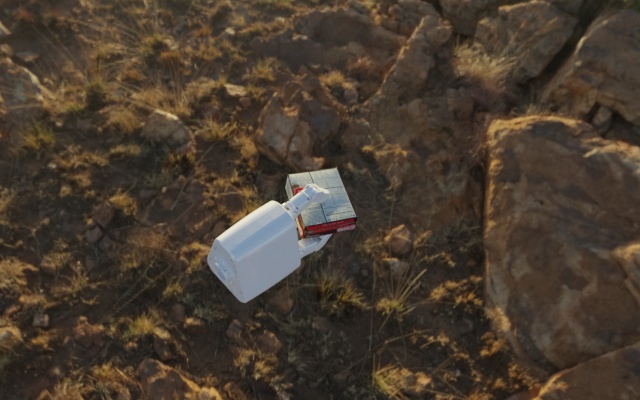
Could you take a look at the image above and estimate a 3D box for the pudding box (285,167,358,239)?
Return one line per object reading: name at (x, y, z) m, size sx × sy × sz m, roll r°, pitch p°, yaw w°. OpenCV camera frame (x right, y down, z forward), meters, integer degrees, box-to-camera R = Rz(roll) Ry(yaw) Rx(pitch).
pudding box at (0.000, 0.002, 0.769) m, size 0.090 × 0.113 × 0.039 m, roll -9°, pitch -35°, yaw -15°
